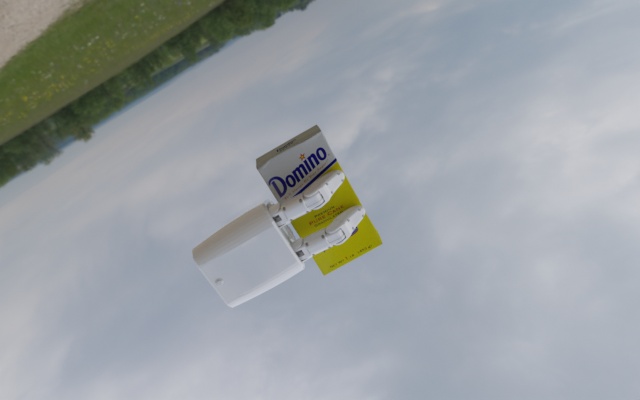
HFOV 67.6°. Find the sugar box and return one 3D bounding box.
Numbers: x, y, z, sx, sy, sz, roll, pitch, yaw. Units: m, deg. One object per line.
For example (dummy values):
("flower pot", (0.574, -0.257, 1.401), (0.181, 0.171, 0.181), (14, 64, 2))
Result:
("sugar box", (0.000, 0.002, 0.617), (0.093, 0.176, 0.048), (-30, 23, 4))
